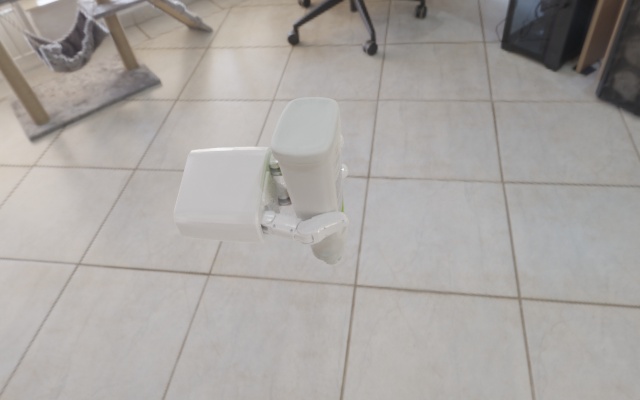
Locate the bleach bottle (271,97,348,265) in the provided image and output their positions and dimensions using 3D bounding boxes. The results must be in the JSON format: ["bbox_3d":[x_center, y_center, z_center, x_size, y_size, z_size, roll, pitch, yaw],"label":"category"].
[{"bbox_3d":[0.000,0.002,0.594,0.068,0.102,0.251,3,-42,12],"label":"bleach bottle"}]
